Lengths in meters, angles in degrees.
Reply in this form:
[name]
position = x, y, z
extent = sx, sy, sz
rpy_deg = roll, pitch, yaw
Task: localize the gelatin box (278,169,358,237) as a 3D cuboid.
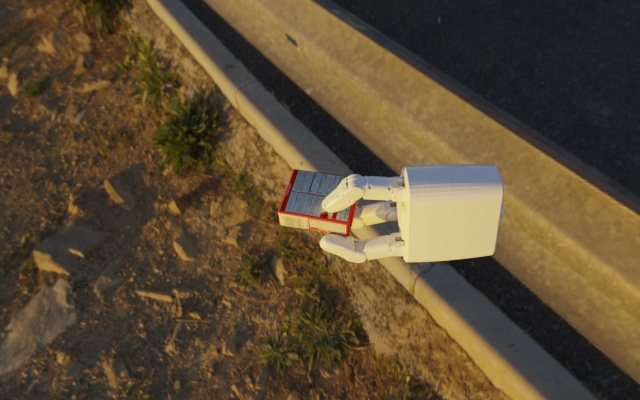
[gelatin box]
position = 0.000, 0.002, 0.590
extent = 0.089, 0.073, 0.030
rpy_deg = 9, -37, 9
